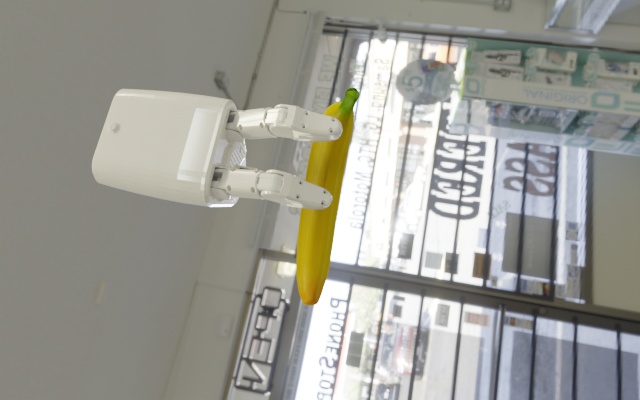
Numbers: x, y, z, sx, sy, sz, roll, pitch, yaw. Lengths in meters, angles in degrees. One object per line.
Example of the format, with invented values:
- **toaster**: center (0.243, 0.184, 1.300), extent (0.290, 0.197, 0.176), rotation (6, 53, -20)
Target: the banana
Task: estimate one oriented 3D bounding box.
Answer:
- **banana**: center (0.001, -0.005, 0.447), extent (0.037, 0.198, 0.069), rotation (9, 9, 1)
